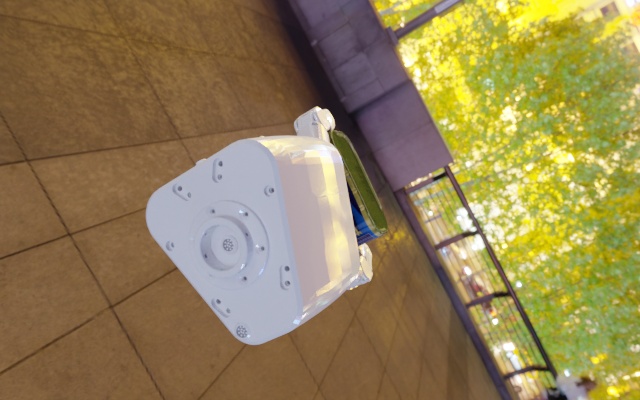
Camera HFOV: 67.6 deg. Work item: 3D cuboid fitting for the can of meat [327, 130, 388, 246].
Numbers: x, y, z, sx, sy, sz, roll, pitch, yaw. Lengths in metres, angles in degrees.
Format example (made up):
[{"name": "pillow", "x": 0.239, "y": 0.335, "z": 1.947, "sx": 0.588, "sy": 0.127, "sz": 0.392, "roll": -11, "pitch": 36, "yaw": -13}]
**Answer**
[{"name": "can of meat", "x": 0.000, "y": 0.001, "z": 0.411, "sx": 0.084, "sy": 0.102, "sz": 0.057, "roll": -27, "pitch": -7, "yaw": 20}]
